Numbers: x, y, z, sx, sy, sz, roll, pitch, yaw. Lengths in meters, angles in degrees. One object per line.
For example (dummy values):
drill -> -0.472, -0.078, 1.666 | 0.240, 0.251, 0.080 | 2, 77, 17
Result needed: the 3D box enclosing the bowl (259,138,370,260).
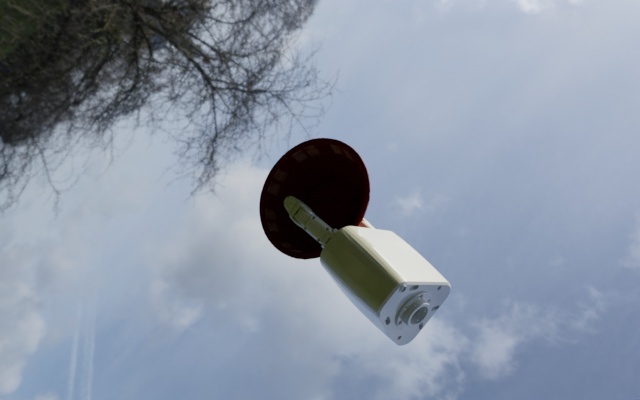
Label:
bowl -> 0.000, 0.001, 0.630 | 0.162, 0.162, 0.055 | 0, -16, 29
